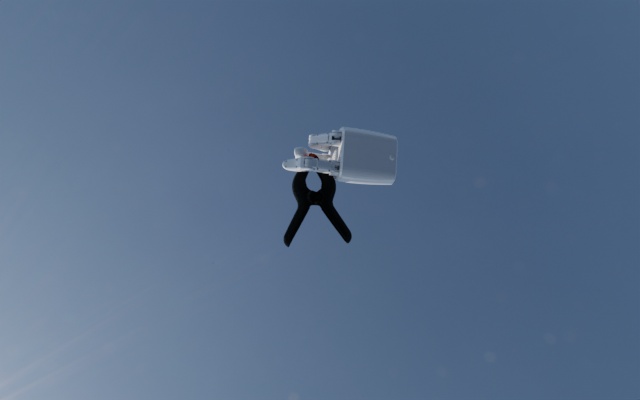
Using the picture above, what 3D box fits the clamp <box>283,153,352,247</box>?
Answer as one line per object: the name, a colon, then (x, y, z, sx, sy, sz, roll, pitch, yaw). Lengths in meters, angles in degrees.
clamp: (0.000, 0.003, 0.856, 0.120, 0.171, 0.039, 7, -9, -13)
